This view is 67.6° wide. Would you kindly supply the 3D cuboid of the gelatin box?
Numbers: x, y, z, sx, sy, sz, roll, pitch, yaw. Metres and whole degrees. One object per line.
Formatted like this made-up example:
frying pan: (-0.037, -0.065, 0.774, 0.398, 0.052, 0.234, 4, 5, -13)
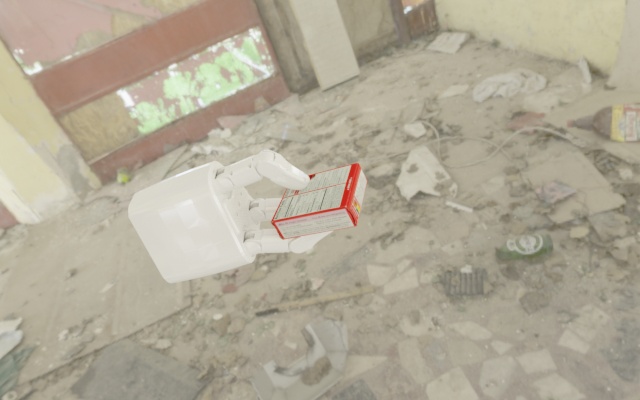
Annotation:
gelatin box: (0.000, 0.001, 0.502, 0.089, 0.030, 0.073, -13, 35, 26)
